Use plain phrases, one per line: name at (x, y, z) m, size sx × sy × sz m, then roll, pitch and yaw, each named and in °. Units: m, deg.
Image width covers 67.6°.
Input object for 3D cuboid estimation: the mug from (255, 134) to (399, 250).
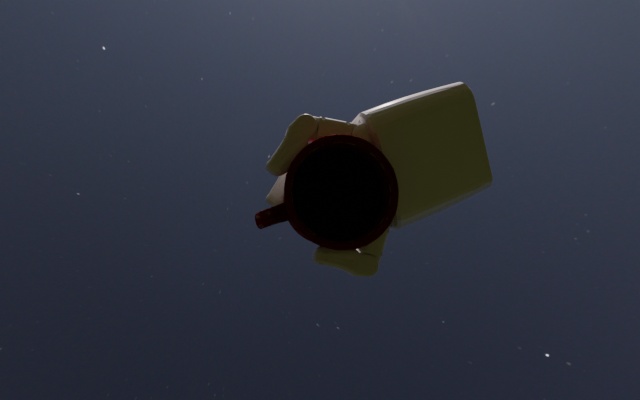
mug at (-0.001, 0.002, 0.414) m, size 0.117 × 0.093 × 0.081 m, roll -21°, pitch -2°, yaw -11°
